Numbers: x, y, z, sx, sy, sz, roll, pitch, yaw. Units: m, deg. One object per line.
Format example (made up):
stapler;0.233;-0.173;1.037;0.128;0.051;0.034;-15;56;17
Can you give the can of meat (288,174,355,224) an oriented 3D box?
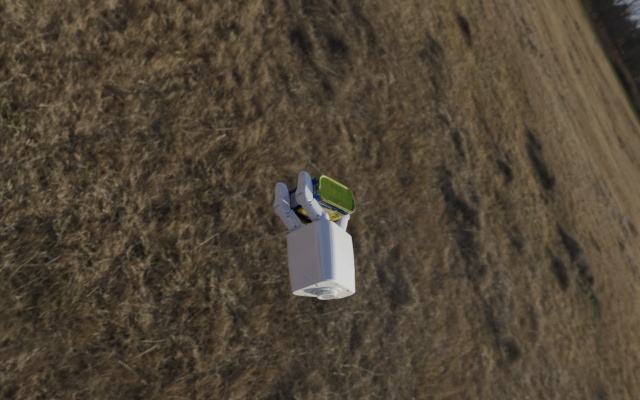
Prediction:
can of meat;0.000;0.003;0.859;0.084;0.057;0.102;-26;-36;36
